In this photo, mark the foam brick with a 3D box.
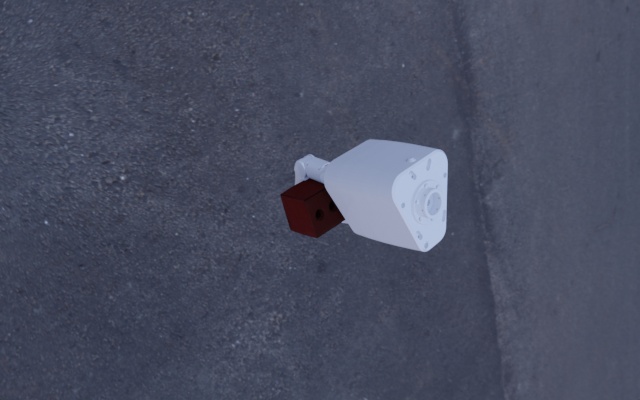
[{"bbox_3d":[0.000,0.002,0.587,0.078,0.053,0.051,-32,29,-30],"label":"foam brick"}]
